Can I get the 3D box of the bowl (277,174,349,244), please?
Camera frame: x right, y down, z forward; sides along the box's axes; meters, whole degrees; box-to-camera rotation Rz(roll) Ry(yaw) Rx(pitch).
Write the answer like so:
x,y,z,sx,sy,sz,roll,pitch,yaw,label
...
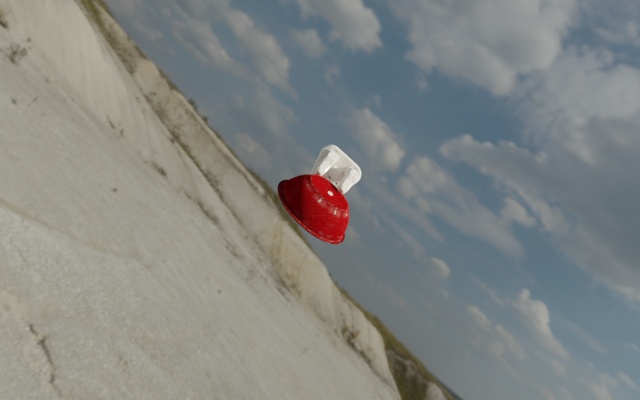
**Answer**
x,y,z,sx,sy,sz,roll,pitch,yaw,label
0.000,0.003,0.881,0.055,0.162,0.162,-47,-21,22,bowl
